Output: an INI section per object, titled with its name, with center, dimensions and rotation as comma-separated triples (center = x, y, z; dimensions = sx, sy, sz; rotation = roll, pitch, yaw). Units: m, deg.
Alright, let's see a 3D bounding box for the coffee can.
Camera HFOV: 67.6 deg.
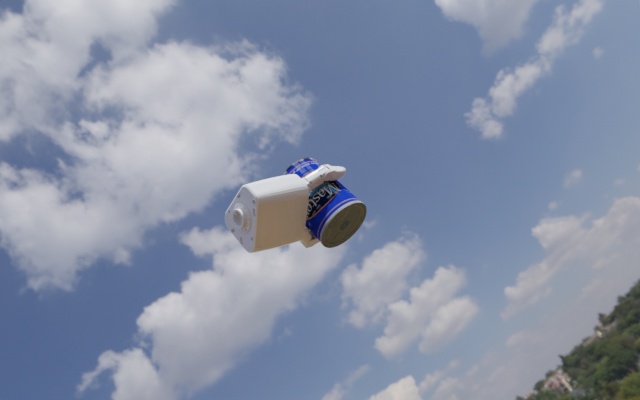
[coffee can]
center = 0.000, 0.003, 0.871
dimensions = 0.103, 0.103, 0.140
rotation = 0, 37, -50
